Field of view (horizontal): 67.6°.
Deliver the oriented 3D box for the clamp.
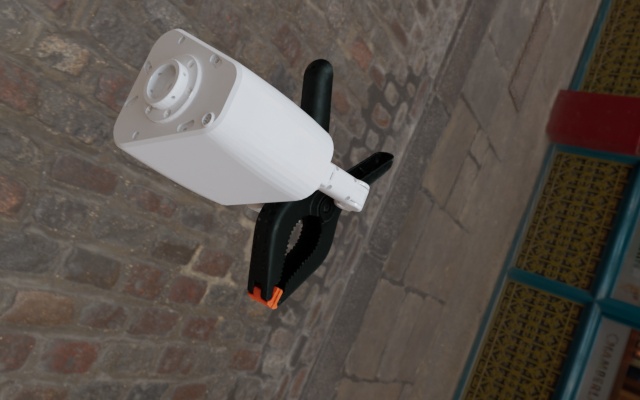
[{"bbox_3d":[0.000,0.002,0.447,0.036,0.210,0.165,17,-10,38],"label":"clamp"}]
